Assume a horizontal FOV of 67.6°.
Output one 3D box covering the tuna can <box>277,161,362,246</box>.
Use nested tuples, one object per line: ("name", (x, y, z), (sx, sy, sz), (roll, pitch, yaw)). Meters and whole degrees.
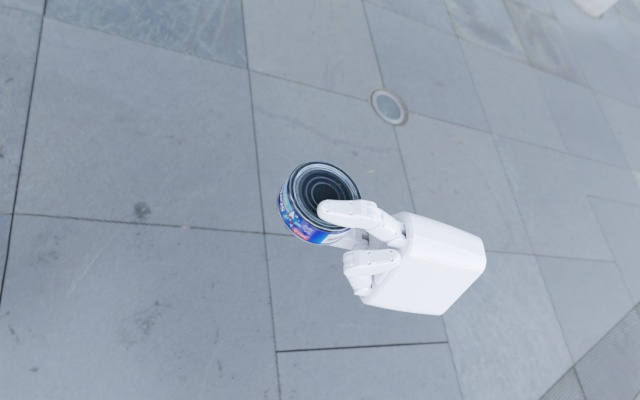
("tuna can", (0.000, 0.001, 0.498), (0.086, 0.086, 0.034), (0, -28, -27))
